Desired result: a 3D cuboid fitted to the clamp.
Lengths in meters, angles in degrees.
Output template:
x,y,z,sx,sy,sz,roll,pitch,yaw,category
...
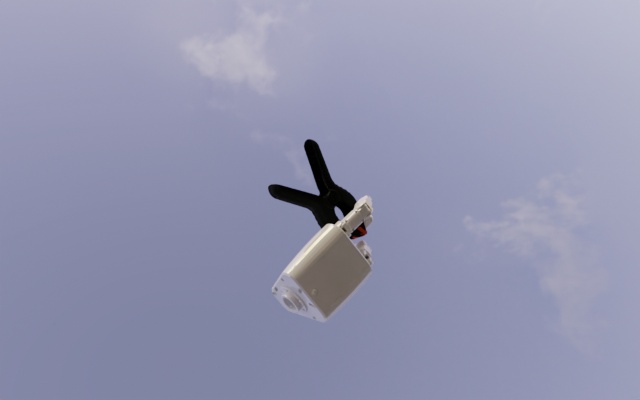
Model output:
x,y,z,sx,sy,sz,roll,pitch,yaw,category
0.000,0.003,0.723,0.120,0.171,0.039,-43,10,-30,clamp
